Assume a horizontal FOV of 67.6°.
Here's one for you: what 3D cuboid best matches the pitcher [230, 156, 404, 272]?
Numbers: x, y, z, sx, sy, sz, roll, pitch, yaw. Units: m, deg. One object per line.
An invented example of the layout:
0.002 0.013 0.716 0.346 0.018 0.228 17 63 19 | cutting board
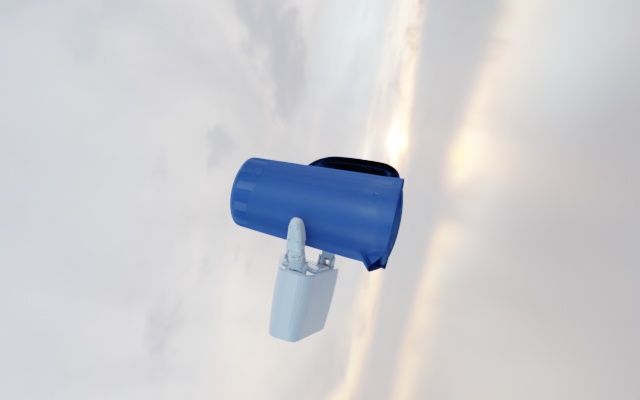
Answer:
0.000 0.003 0.710 0.243 0.145 0.149 13 9 11 | pitcher
